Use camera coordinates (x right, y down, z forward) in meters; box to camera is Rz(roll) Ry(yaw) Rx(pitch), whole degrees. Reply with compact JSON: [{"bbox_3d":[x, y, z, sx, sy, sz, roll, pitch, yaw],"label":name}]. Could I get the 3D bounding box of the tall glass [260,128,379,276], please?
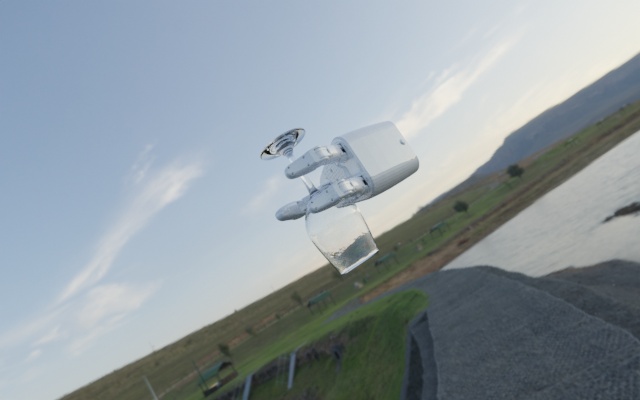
[{"bbox_3d":[0.000,0.002,0.656,0.079,0.201,0.079,-31,-11,-7],"label":"tall glass"}]
